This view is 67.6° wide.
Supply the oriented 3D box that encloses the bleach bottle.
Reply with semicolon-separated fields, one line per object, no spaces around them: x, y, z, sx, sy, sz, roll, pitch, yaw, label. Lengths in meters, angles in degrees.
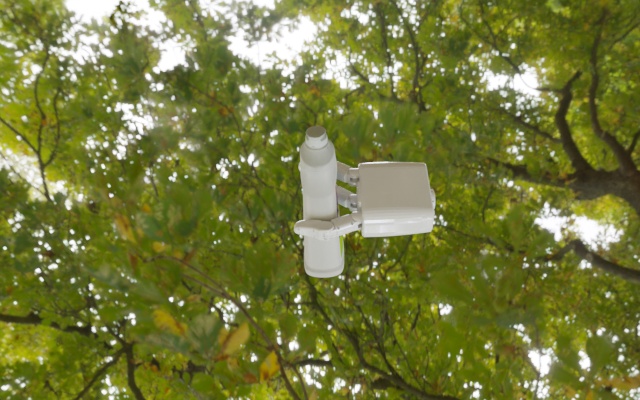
0.000;0.002;0.741;0.068;0.251;0.102;-2;43;2;bleach bottle
